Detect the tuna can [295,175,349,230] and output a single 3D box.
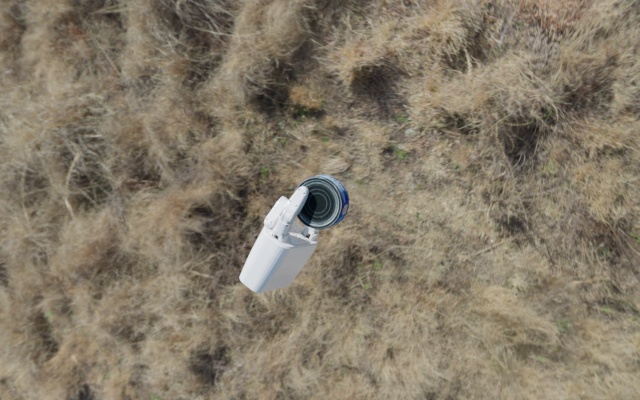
[{"bbox_3d":[0.000,0.002,0.757,0.086,0.086,0.034,0,7,22],"label":"tuna can"}]
